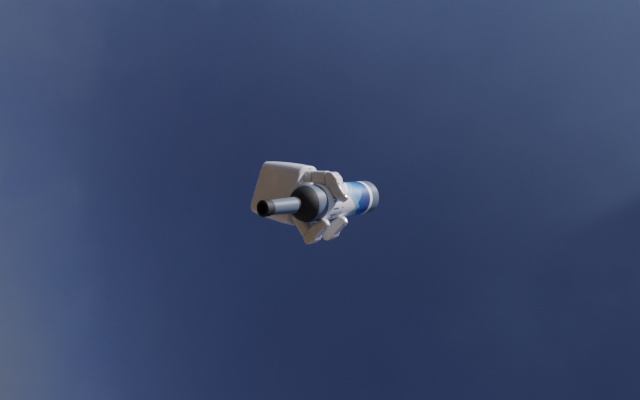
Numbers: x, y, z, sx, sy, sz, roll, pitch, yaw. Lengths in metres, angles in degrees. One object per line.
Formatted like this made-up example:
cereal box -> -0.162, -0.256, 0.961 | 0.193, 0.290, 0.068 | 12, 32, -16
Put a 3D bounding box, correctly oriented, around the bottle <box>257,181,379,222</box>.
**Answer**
bottle -> 0.000, 0.003, 0.869 | 0.069, 0.069, 0.295 | 0, 4, 39
